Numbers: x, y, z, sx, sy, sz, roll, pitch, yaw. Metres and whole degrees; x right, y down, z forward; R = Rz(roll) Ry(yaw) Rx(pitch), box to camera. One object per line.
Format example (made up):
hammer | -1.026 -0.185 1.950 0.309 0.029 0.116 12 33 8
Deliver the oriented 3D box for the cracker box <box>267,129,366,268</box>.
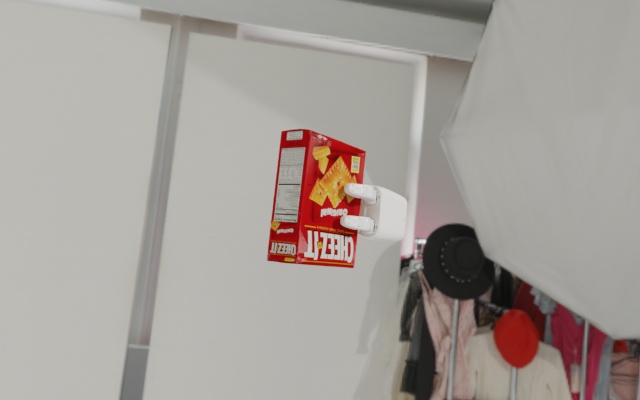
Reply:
cracker box | 0.000 0.002 0.805 0.072 0.213 0.164 1 -8 38
